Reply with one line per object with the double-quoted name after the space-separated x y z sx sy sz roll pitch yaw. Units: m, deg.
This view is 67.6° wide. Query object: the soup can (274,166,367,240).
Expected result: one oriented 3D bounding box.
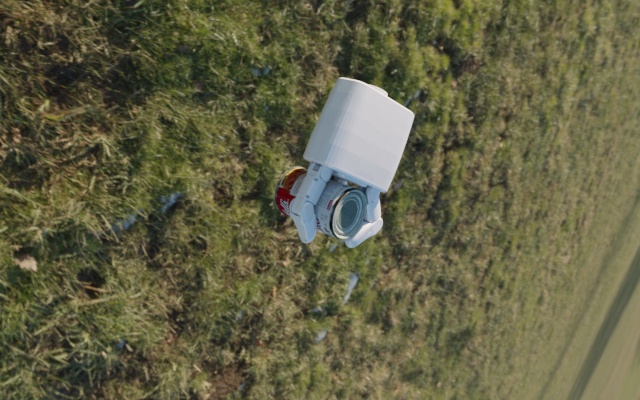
0.000 0.003 0.608 0.102 0.068 0.068 23 15 39 "soup can"
